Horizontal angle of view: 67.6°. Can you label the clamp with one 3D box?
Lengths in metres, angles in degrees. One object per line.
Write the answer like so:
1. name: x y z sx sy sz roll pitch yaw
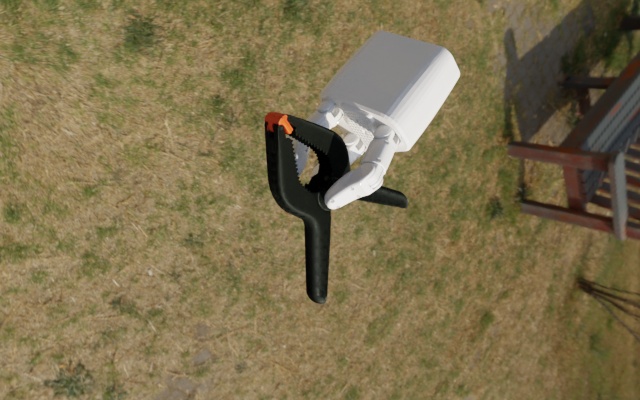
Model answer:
1. clamp: 0.000 0.001 0.493 0.036 0.164 0.210 21 -22 49
